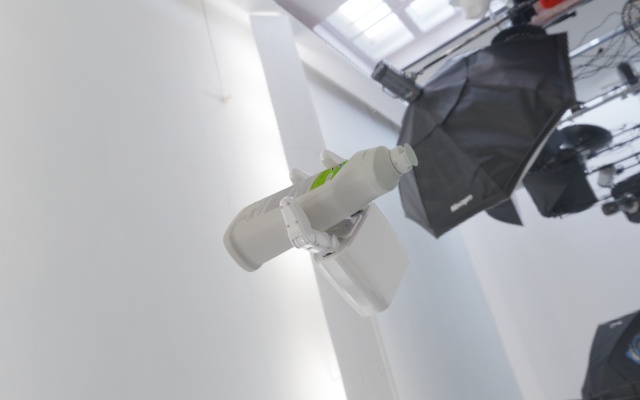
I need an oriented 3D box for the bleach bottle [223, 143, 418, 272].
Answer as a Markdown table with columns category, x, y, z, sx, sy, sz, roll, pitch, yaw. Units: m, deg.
| category | x | y | z | sx | sy | sz | roll | pitch | yaw |
| --- | --- | --- | --- | --- | --- | --- | --- | --- | --- |
| bleach bottle | 0.000 | 0.002 | 0.583 | 0.251 | 0.068 | 0.102 | -26 | 22 | 28 |
